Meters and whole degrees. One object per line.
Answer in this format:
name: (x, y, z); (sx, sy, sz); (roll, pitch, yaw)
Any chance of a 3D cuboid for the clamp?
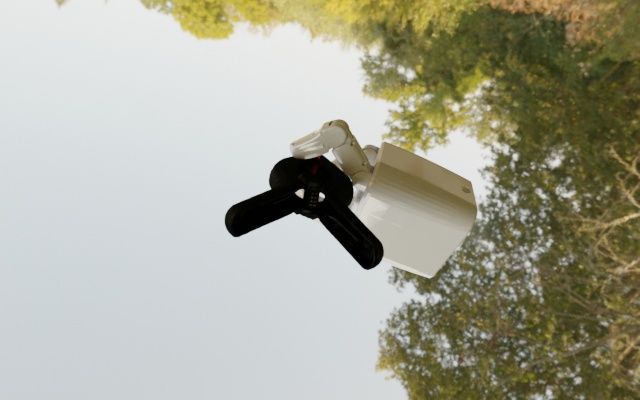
clamp: (0.000, 0.002, 0.415); (0.120, 0.039, 0.171); (24, 28, 0)
